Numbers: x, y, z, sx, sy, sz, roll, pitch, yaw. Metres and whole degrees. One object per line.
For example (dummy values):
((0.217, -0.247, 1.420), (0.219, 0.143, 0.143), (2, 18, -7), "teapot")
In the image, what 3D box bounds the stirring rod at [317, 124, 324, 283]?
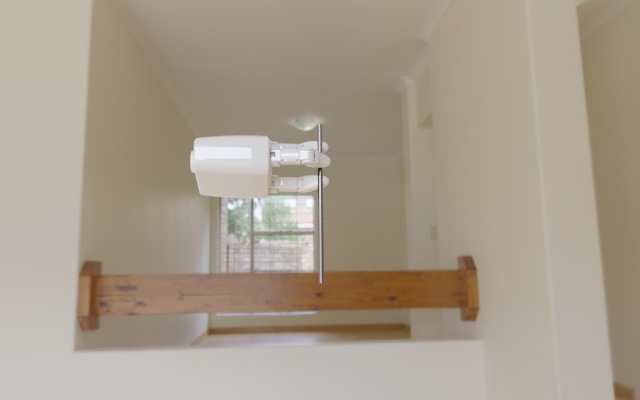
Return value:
((0.000, 0.002, 0.720), (0.011, 0.239, 0.011), (-1, -8, 0), "stirring rod")
